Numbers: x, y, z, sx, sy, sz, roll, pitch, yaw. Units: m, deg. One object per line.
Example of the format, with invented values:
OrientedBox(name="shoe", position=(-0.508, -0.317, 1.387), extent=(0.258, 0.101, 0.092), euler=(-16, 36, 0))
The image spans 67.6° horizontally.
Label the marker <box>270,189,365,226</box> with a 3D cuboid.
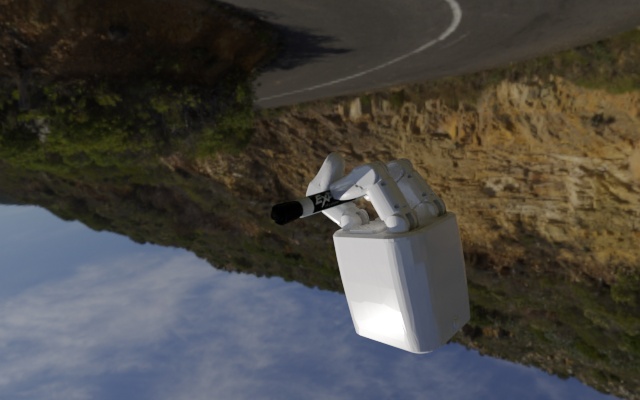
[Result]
OrientedBox(name="marker", position=(0.000, 0.001, 0.444), extent=(0.020, 0.020, 0.121), euler=(0, 11, 41))
